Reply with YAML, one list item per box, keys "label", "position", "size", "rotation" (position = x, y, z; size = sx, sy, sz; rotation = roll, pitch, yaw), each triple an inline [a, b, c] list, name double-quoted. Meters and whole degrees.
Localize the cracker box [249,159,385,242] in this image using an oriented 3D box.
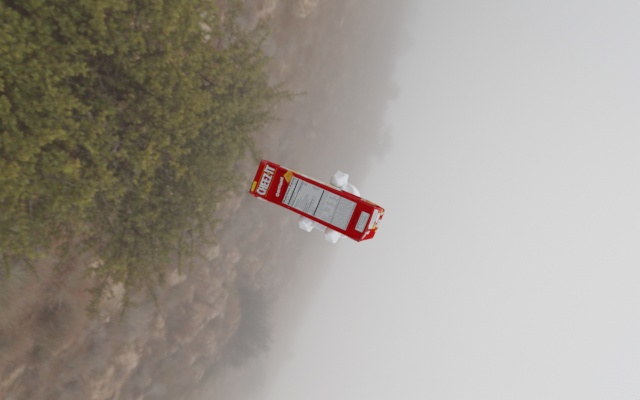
- label: "cracker box"
  position: [0.000, 0.003, 0.864]
  size: [0.213, 0.072, 0.164]
  rotation: [23, 3, 13]
